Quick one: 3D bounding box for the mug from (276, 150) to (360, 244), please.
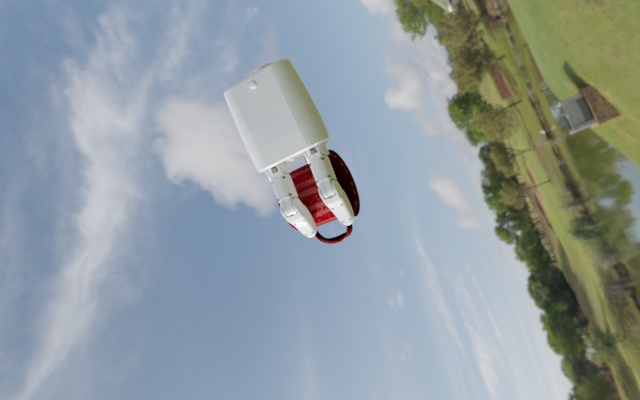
[{"bbox_3d":[0.001,0.003,0.630,0.081,0.117,0.093,-22,6,22],"label":"mug"}]
